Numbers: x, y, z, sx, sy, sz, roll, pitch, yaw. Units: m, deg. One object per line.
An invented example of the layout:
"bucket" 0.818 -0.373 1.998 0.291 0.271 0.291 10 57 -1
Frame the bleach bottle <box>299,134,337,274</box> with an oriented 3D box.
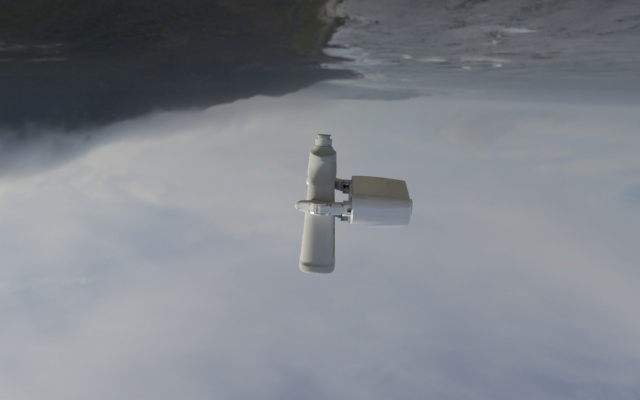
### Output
"bleach bottle" 0.000 0.003 0.899 0.068 0.251 0.102 3 12 0
